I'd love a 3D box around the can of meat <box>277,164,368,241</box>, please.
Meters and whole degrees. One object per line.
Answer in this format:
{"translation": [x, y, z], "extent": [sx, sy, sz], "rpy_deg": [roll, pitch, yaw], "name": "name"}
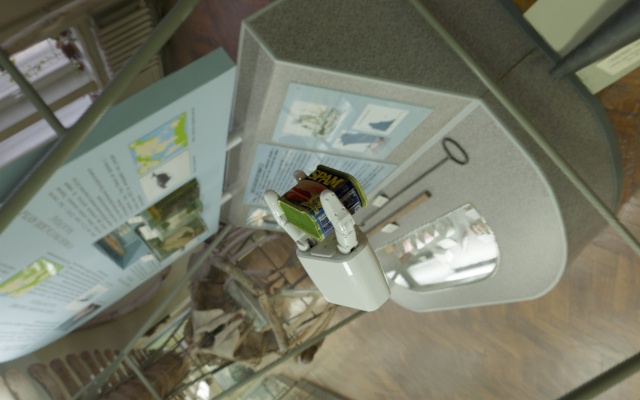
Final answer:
{"translation": [0.000, 0.002, 0.662], "extent": [0.084, 0.057, 0.102], "rpy_deg": [-39, 33, -19], "name": "can of meat"}
